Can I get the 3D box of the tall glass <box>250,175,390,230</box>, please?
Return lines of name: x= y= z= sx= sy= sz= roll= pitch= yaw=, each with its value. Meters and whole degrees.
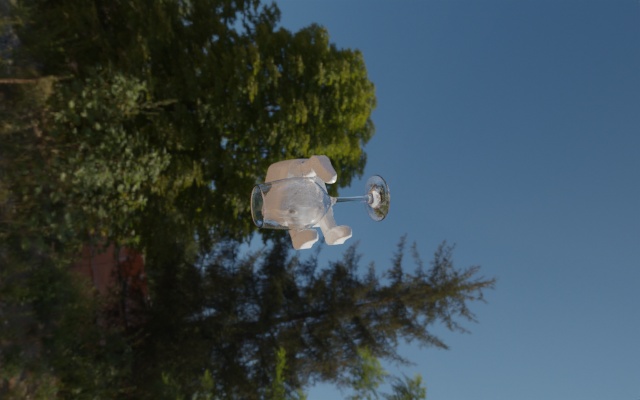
tall glass: x=0.001 y=0.002 z=0.713 sx=0.201 sy=0.079 sz=0.079 roll=-4 pitch=2 yaw=-26
